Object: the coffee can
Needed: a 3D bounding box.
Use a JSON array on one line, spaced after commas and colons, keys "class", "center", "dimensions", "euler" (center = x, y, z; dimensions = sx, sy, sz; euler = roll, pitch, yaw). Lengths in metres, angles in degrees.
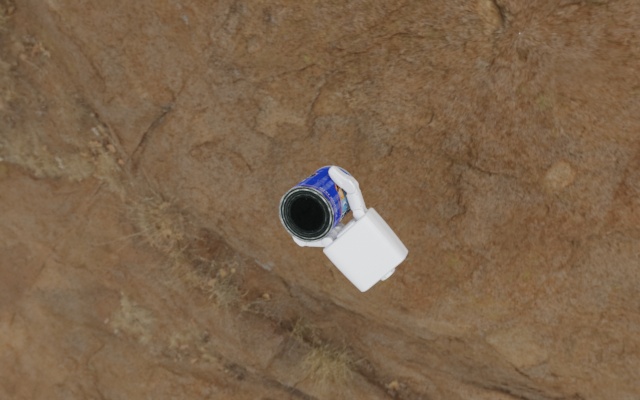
[{"class": "coffee can", "center": [0.000, 0.003, 0.872], "dimensions": [0.103, 0.103, 0.140], "euler": [0, 18, 22]}]
